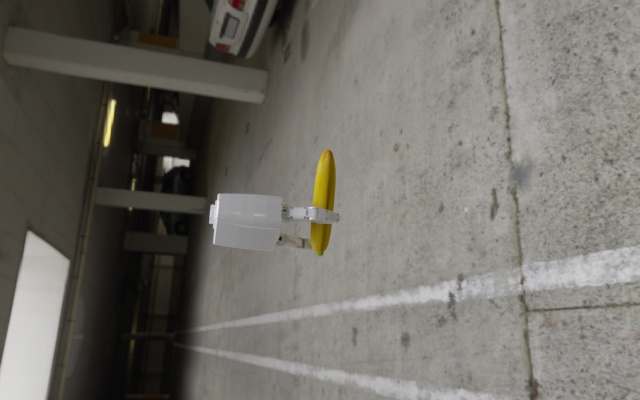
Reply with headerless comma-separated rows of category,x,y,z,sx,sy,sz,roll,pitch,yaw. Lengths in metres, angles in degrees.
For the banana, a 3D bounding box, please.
banana,0.003,0.009,0.845,0.037,0.198,0.069,5,8,-10
